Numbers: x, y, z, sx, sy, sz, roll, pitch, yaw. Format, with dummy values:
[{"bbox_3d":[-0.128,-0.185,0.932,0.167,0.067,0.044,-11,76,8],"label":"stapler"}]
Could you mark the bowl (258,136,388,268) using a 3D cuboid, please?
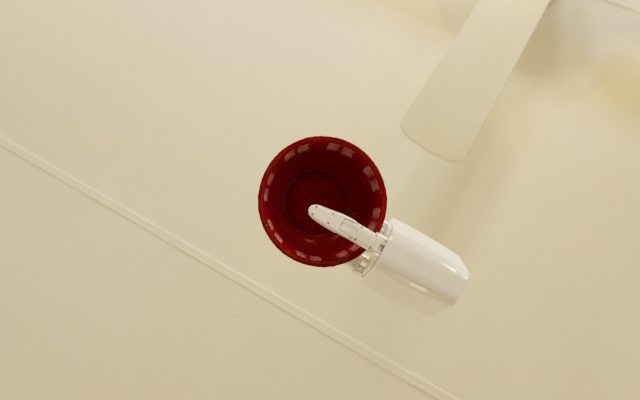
[{"bbox_3d":[-0.001,0.001,0.610,0.162,0.162,0.055,0,-2,-10],"label":"bowl"}]
